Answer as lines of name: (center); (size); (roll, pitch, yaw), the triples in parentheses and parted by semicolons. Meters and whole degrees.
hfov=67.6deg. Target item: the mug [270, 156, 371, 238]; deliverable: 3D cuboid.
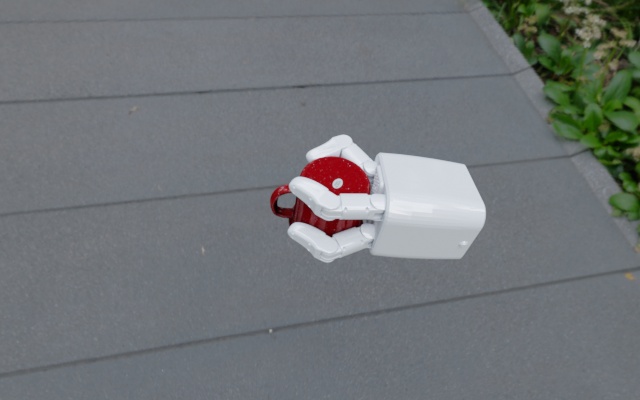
mug: (-0.001, 0.002, 0.557); (0.117, 0.093, 0.082); (5, -38, -5)
